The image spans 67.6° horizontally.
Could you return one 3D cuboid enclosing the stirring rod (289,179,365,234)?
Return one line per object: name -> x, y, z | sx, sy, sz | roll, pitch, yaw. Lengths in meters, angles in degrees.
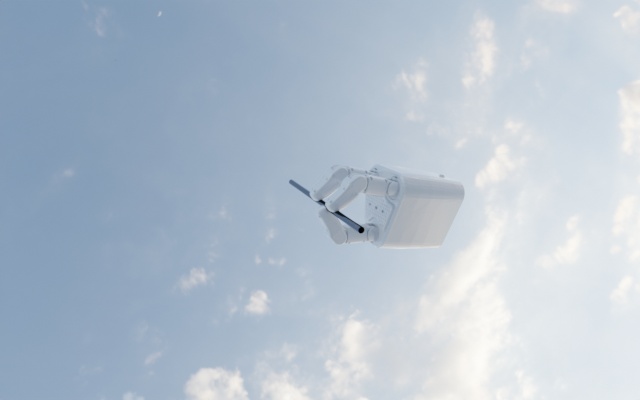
stirring rod -> 0.000, 0.002, 0.643 | 0.011, 0.011, 0.239 | 0, 15, -23
